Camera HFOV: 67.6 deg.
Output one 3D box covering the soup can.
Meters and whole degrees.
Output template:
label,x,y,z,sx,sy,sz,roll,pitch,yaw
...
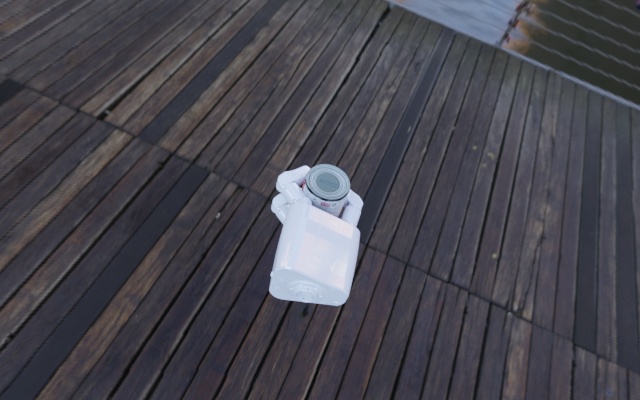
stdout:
label,x,y,z,sx,sy,sz,roll,pitch,yaw
soup can,0.000,0.002,0.719,0.068,0.068,0.102,0,-36,-15
